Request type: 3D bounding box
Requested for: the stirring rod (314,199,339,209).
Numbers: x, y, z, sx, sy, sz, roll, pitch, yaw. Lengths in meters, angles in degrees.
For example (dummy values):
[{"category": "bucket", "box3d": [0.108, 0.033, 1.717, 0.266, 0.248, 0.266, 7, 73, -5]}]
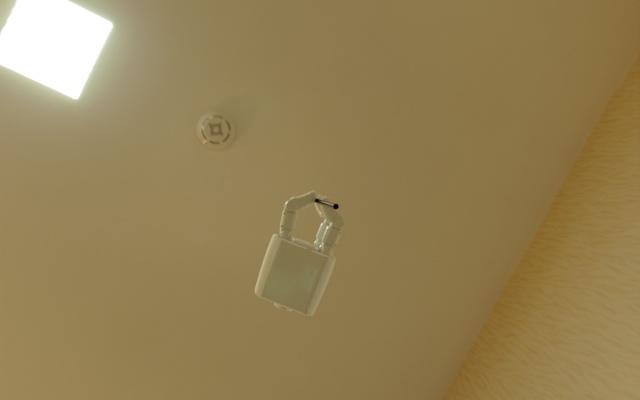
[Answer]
[{"category": "stirring rod", "box3d": [0.000, 0.003, 0.779, 0.011, 0.011, 0.239, 0, 3, -10]}]
